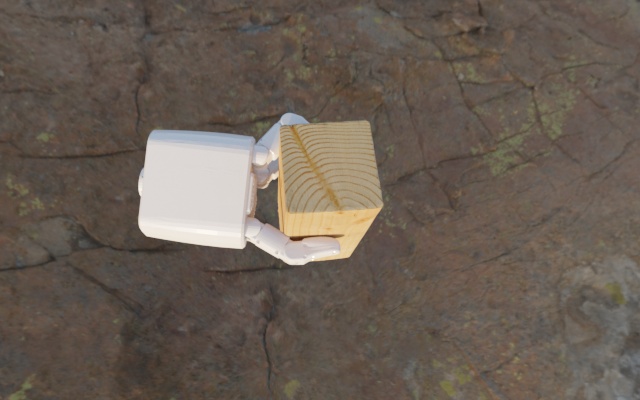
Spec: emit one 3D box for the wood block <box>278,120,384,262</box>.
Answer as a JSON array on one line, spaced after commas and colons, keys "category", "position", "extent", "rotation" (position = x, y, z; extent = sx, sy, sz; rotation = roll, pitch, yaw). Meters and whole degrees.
[{"category": "wood block", "position": [0.000, 0.002, 0.535], "extent": [0.090, 0.090, 0.206], "rotation": [-4, -19, -7]}]
